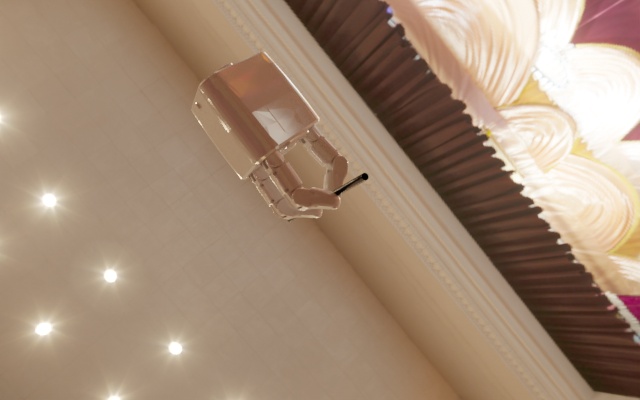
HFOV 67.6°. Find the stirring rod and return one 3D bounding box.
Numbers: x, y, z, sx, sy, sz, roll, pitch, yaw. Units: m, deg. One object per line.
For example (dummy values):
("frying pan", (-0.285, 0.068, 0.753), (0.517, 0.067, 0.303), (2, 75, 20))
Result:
("stirring rod", (0.000, 0.002, 0.586), (0.011, 0.011, 0.239), (0, -12, -22))
